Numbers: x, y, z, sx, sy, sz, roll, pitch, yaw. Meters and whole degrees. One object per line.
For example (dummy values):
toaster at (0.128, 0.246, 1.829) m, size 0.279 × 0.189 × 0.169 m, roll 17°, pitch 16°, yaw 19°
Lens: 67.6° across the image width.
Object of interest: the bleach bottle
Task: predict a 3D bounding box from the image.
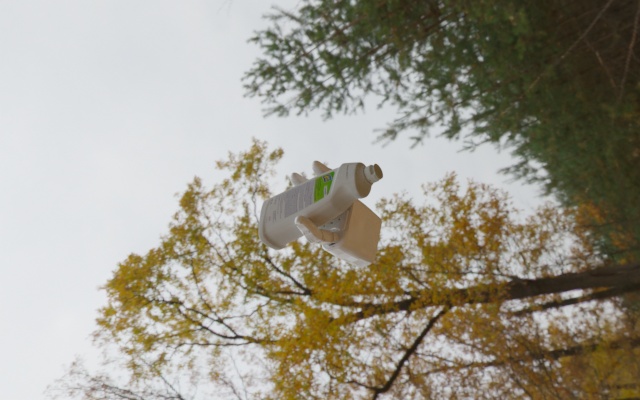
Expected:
bleach bottle at (0.000, 0.003, 0.856) m, size 0.251 × 0.102 × 0.068 m, roll -25°, pitch -42°, yaw 32°
